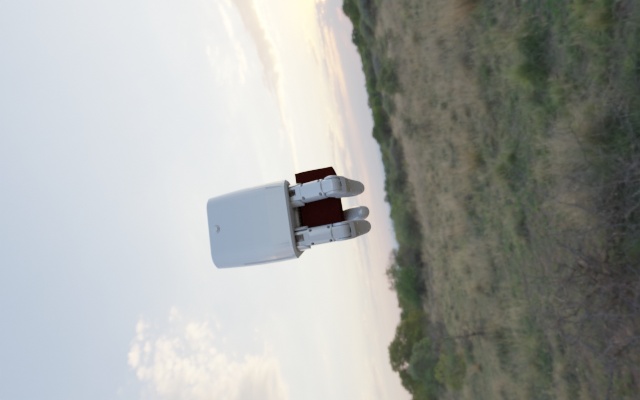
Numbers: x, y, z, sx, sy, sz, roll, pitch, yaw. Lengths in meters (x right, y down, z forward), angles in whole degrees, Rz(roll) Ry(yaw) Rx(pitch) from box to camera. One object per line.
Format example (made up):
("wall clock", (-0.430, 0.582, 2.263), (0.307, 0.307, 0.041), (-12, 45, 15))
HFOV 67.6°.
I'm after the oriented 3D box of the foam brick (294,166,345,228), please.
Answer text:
("foam brick", (0.000, 0.002, 0.615), (0.051, 0.078, 0.053), (-10, -14, 7))
